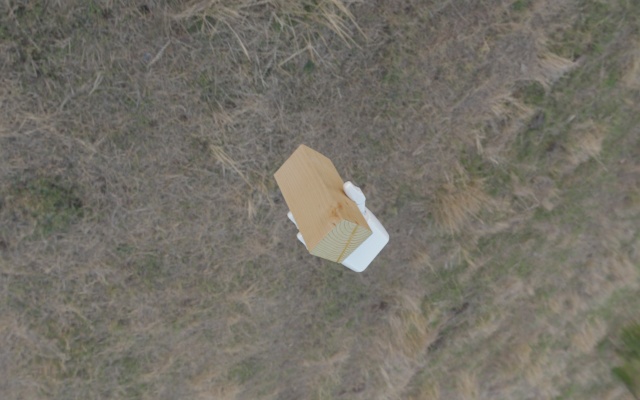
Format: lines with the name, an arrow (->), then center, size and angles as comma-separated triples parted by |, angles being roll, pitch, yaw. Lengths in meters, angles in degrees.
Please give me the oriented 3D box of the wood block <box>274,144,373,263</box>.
wood block -> 0.001, 0.003, 0.892 | 0.091, 0.206, 0.090 | -46, -43, 20
